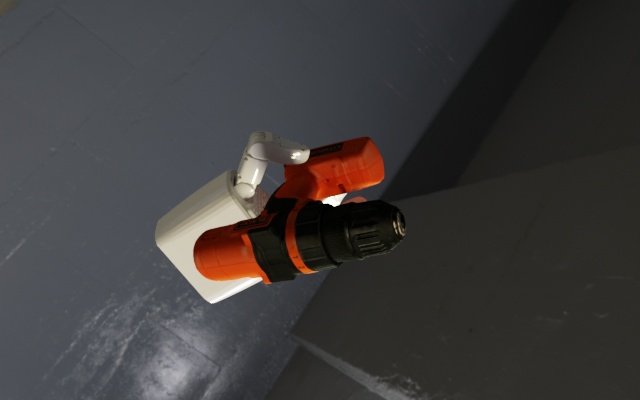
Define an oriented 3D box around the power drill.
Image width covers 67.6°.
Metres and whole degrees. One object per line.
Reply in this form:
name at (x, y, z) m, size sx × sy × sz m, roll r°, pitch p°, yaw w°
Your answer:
power drill at (0.000, 0.001, 0.431) m, size 0.184 × 0.057 × 0.187 m, roll -10°, pitch 21°, yaw 26°
